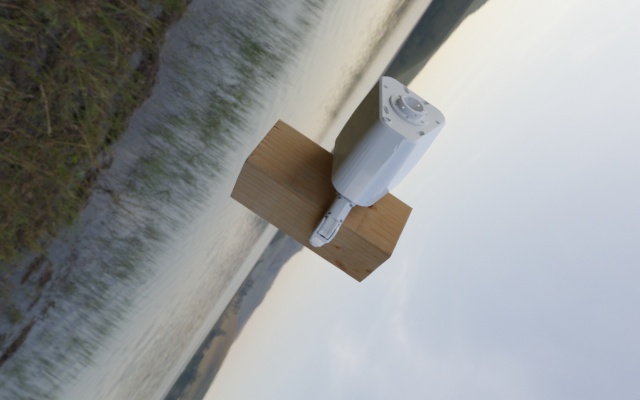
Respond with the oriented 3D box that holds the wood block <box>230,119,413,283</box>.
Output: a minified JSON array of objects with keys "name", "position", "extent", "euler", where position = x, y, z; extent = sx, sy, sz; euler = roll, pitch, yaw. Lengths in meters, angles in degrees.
[{"name":"wood block","position":[0.000,0.002,0.618],"extent":[0.206,0.090,0.090],"euler":[34,-37,-2]}]
